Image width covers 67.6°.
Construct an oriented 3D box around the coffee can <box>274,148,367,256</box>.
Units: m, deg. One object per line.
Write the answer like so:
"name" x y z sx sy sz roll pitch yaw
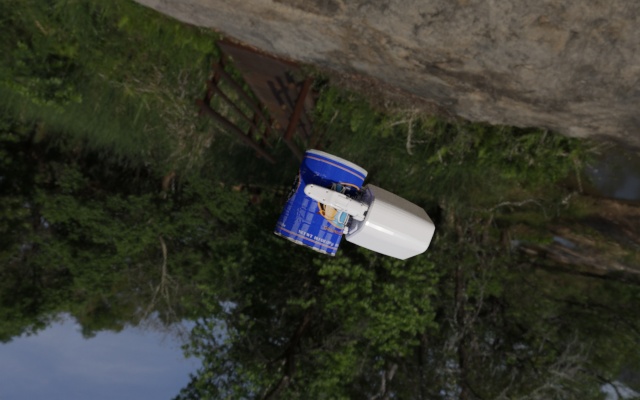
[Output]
"coffee can" 0.000 0.002 0.745 0.103 0.140 0.103 22 -2 1
